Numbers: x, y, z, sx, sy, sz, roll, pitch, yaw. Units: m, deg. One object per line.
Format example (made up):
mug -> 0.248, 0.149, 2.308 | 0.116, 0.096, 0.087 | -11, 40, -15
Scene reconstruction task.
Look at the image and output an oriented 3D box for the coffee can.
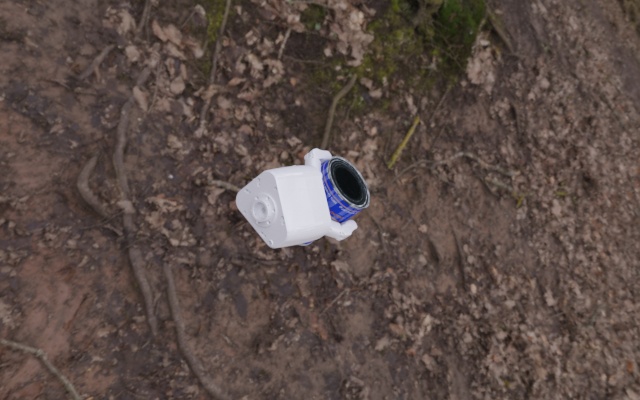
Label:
coffee can -> 0.000, 0.003, 0.831 | 0.140, 0.102, 0.103 | -35, -20, 32
